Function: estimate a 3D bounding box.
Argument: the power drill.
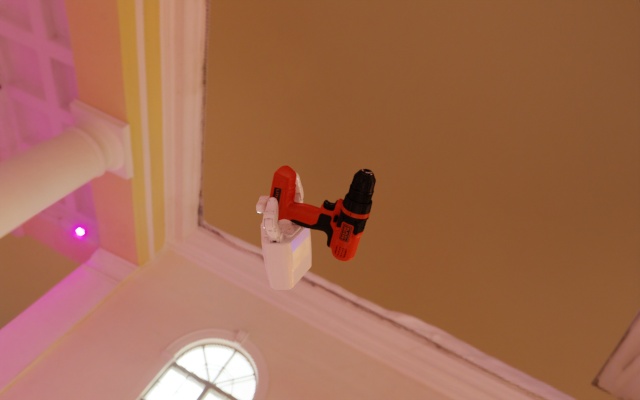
[{"bbox_3d":[0.000,0.003,0.872,0.187,0.184,0.057,24,27,18],"label":"power drill"}]
